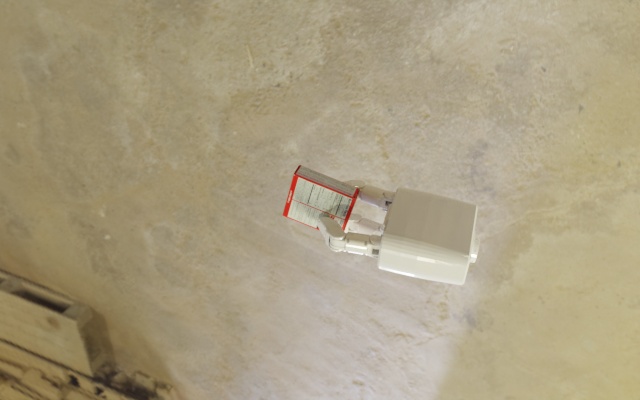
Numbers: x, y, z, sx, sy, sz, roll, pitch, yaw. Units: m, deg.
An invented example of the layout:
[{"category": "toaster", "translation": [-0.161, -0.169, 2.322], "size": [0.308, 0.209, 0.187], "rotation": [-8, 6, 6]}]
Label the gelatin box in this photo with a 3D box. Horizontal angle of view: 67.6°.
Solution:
[{"category": "gelatin box", "translation": [0.000, 0.002, 0.644], "size": [0.089, 0.073, 0.030], "rotation": [21, 37, 5]}]
